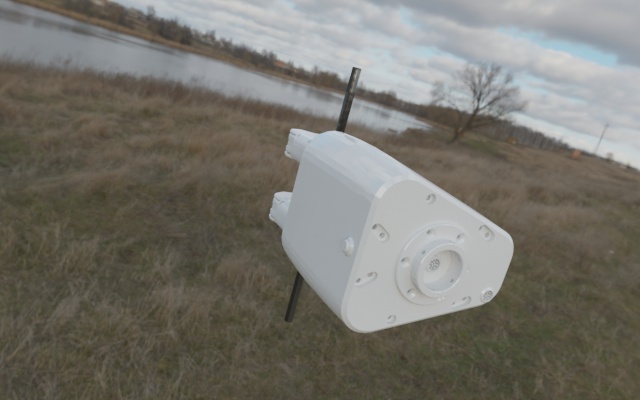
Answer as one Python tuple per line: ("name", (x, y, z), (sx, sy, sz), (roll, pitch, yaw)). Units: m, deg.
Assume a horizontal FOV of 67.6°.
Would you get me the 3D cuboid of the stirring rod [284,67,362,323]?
("stirring rod", (0.000, 0.002, 0.429), (0.011, 0.239, 0.011), (14, 13, -3))
